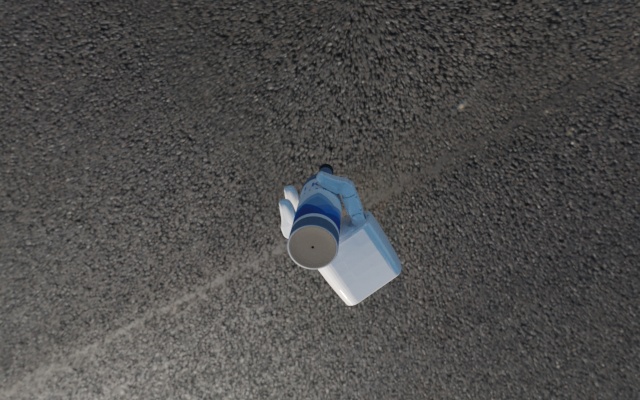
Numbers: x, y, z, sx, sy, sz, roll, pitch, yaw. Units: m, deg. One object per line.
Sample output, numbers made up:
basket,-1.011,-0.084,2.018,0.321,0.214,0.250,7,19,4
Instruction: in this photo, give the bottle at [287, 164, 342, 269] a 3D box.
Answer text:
bottle,0.000,0.002,0.747,0.069,0.069,0.295,0,23,4
